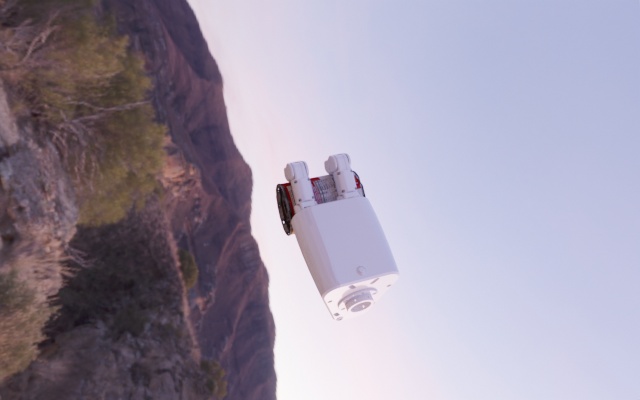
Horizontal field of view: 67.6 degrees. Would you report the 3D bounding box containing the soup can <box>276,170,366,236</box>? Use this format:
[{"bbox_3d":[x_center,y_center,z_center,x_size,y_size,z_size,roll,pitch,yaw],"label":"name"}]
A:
[{"bbox_3d":[0.000,0.002,0.616,0.102,0.068,0.068,-12,3,-15],"label":"soup can"}]
